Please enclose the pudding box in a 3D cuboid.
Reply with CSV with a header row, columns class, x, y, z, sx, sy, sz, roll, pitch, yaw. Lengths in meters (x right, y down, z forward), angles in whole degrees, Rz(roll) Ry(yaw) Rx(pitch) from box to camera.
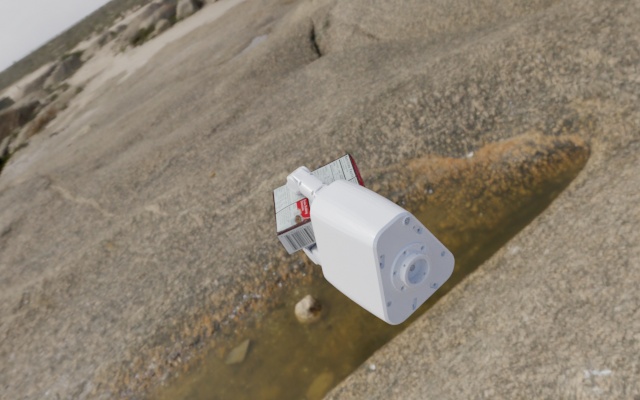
class,x,y,z,sx,sy,sz,roll,pitch,yaw
pudding box,0.000,0.002,0.566,0.113,0.039,0.090,-24,36,9
